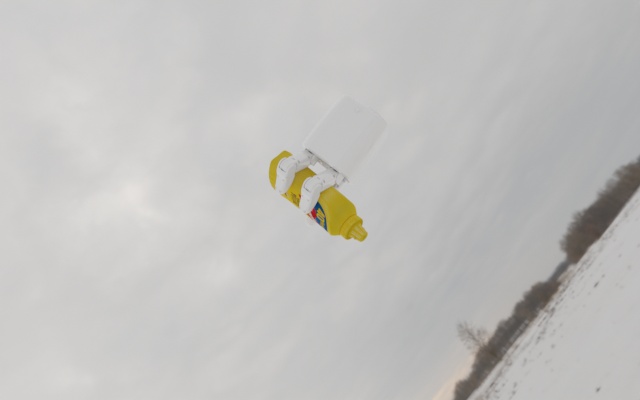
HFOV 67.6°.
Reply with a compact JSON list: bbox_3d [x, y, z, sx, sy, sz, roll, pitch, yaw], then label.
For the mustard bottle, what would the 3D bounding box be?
[{"bbox_3d":[0.000,0.003,0.767,0.191,0.058,0.096,38,-24,26],"label":"mustard bottle"}]
